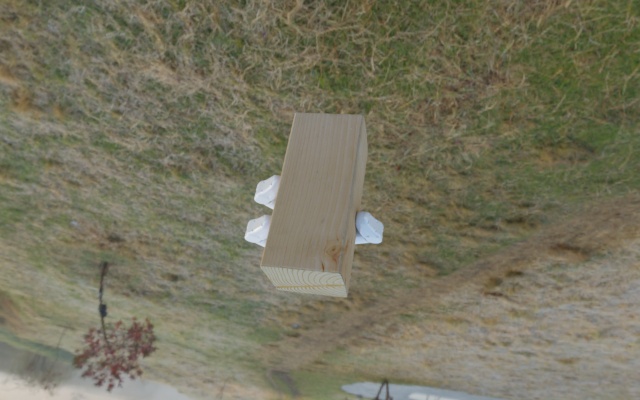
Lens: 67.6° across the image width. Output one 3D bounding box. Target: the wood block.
[{"bbox_3d":[0.000,0.002,0.585,0.091,0.206,0.090,4,-27,11],"label":"wood block"}]
